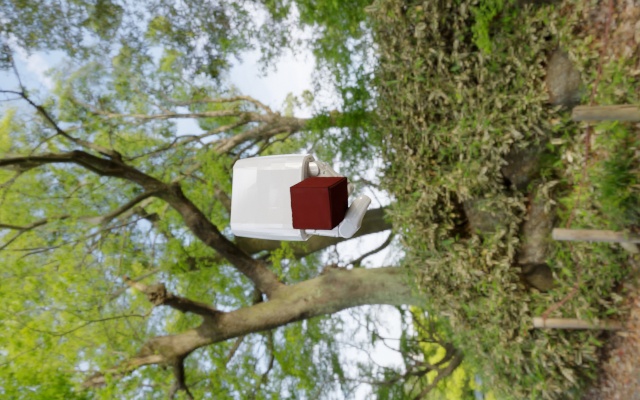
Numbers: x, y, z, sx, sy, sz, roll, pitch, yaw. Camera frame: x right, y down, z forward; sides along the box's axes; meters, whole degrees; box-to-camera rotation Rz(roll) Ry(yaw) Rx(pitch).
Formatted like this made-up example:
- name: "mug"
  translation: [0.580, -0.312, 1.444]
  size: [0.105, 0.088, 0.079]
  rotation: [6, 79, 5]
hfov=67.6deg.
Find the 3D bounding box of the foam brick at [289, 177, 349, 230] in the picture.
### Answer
- name: "foam brick"
  translation: [0.000, 0.002, 0.587]
  size: [0.051, 0.053, 0.078]
  rotation: [1, 12, 18]
